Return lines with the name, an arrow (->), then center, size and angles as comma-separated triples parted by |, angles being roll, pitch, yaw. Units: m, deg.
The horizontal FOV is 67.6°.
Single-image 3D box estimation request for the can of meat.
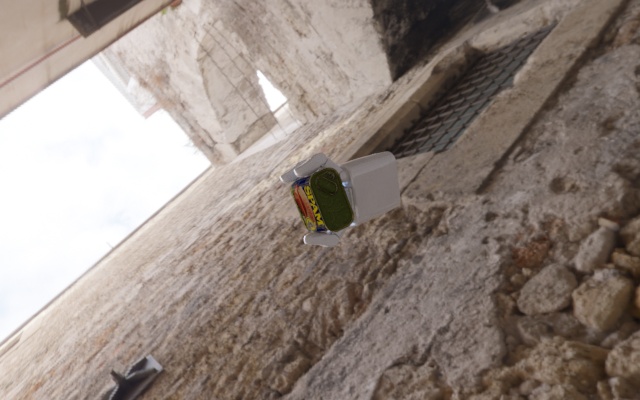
can of meat -> 0.000, 0.003, 0.799 | 0.057, 0.102, 0.084 | -24, 6, -28
